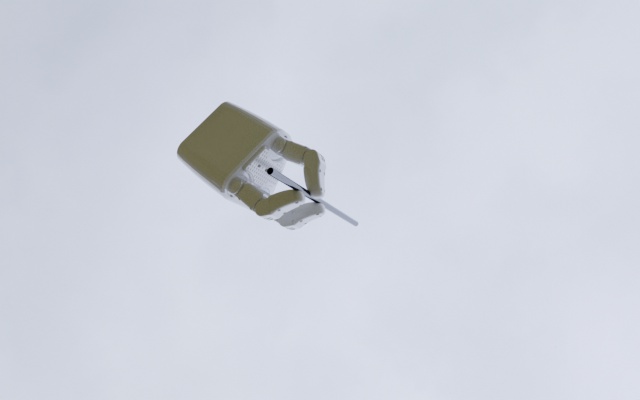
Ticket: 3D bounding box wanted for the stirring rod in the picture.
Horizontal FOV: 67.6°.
[{"bbox_3d":[0.000,0.002,0.590,0.011,0.011,0.239,0,-15,26],"label":"stirring rod"}]
